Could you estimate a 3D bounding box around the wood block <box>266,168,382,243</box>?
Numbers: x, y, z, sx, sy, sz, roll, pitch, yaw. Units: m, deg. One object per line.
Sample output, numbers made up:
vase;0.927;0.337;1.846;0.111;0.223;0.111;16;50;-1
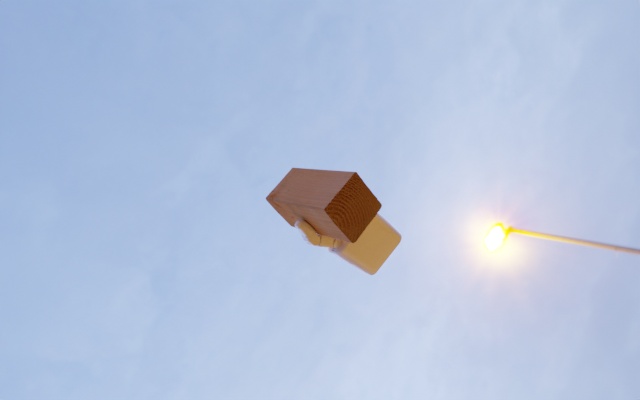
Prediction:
wood block;0.000;0.003;0.880;0.090;0.090;0.206;49;-21;-27
